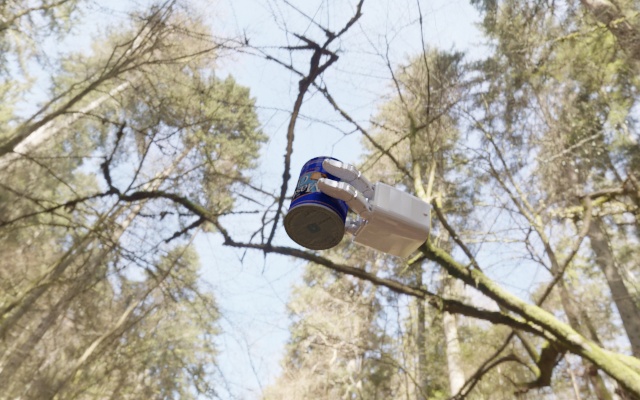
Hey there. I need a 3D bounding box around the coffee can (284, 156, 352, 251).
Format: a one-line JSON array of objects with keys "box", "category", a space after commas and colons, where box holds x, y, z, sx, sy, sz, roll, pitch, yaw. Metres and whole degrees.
[{"box": [0.000, 0.003, 0.842, 0.103, 0.103, 0.140, 0, 40, 13], "category": "coffee can"}]
